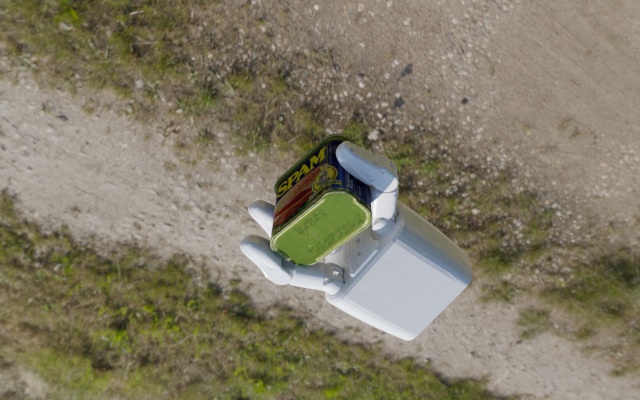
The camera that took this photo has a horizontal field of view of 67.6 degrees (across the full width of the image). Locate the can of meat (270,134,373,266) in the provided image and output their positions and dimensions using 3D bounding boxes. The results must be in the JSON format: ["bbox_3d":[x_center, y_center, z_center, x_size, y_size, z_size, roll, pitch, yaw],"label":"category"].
[{"bbox_3d":[0.000,0.002,0.443,0.057,0.083,0.102,36,-59,-26],"label":"can of meat"}]
